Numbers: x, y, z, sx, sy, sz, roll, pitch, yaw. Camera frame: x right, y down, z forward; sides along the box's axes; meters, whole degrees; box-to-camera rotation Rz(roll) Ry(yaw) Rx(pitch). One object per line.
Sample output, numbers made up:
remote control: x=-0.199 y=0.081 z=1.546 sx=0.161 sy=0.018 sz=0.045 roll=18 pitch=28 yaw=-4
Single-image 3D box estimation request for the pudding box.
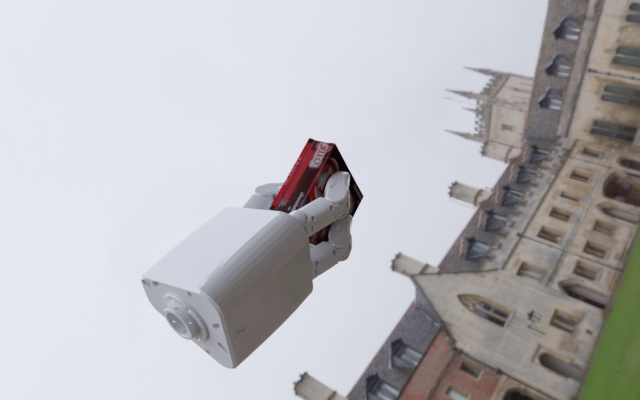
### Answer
pudding box: x=0.000 y=0.002 z=0.512 sx=0.039 sy=0.090 sz=0.113 roll=19 pitch=-19 yaw=28
